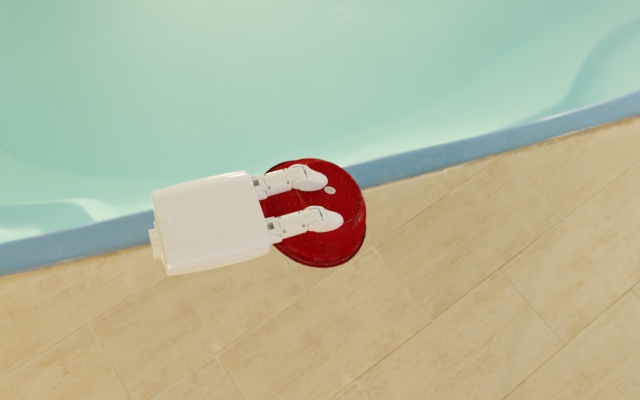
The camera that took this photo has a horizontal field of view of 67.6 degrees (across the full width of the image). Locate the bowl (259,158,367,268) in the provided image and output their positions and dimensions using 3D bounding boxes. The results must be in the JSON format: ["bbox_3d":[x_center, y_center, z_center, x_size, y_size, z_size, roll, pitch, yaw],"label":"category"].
[{"bbox_3d":[0.001,0.001,0.611,0.162,0.162,0.055,0,-30,-29],"label":"bowl"}]
